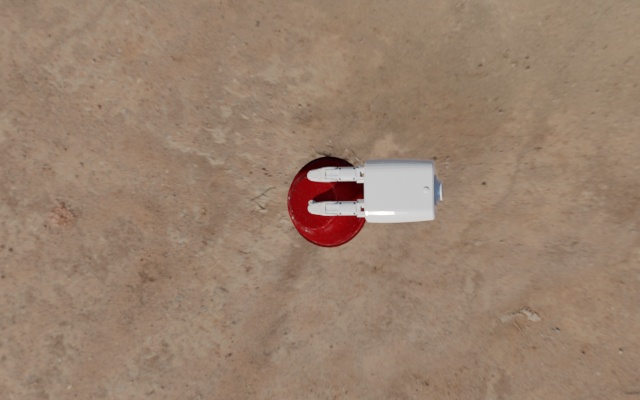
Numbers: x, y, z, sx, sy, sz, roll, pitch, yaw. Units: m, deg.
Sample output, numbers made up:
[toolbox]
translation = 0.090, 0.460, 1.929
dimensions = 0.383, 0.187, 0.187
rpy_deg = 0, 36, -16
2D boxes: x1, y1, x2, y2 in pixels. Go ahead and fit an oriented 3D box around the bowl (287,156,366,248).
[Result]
[bowl]
translation = -0.001, 0.003, 0.822
dimensions = 0.162, 0.162, 0.055
rpy_deg = 0, 0, 28
